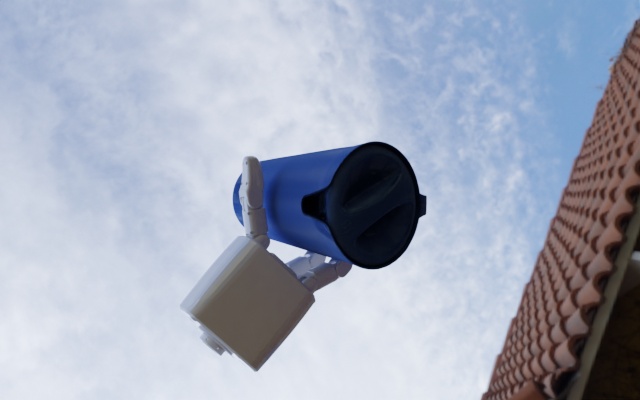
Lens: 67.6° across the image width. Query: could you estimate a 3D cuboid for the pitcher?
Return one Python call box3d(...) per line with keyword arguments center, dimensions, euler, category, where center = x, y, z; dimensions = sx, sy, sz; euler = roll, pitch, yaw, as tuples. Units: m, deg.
box3d(center=(0.000, 0.002, 0.592), dimensions=(0.243, 0.145, 0.149), euler=(4, -40, 53), category="pitcher")
